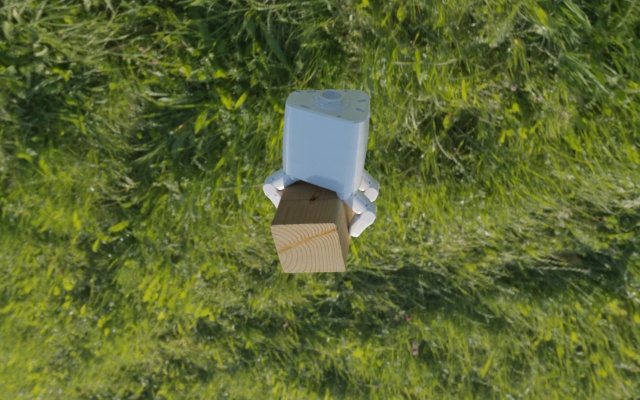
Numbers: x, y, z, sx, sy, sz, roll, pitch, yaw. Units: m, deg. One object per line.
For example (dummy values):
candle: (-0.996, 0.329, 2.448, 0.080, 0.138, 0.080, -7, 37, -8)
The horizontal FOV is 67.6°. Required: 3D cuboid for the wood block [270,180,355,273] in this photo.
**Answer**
wood block: (0.000, 0.002, 0.713, 0.091, 0.090, 0.206, -3, 37, 14)
